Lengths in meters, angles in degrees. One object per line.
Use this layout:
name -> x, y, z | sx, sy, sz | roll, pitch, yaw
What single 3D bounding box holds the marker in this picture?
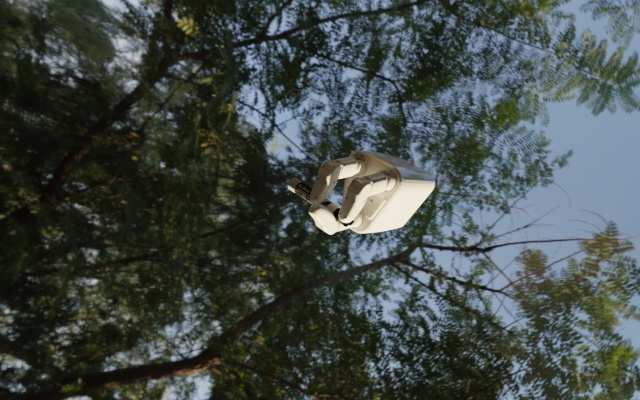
marker -> 0.000, 0.002, 0.660 | 0.121, 0.020, 0.020 | 33, 21, 36
